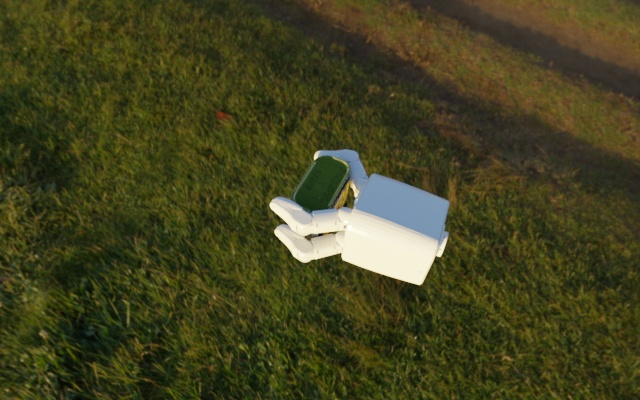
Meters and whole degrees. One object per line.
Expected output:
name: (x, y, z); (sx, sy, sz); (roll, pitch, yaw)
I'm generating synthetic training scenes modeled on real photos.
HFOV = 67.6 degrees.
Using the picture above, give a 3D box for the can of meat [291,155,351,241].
can of meat: (0.000, 0.002, 0.633); (0.057, 0.102, 0.084); (22, -33, 12)
